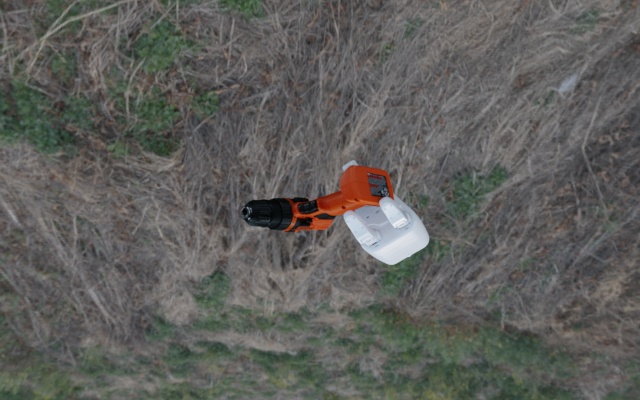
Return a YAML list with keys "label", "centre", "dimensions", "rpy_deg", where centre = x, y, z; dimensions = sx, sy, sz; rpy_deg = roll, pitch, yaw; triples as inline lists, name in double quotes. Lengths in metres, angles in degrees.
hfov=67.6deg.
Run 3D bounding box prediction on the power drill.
- label: "power drill"
  centre: [0.001, 0.002, 0.718]
  dimensions: [0.188, 0.057, 0.184]
  rpy_deg: [-20, -14, 39]
